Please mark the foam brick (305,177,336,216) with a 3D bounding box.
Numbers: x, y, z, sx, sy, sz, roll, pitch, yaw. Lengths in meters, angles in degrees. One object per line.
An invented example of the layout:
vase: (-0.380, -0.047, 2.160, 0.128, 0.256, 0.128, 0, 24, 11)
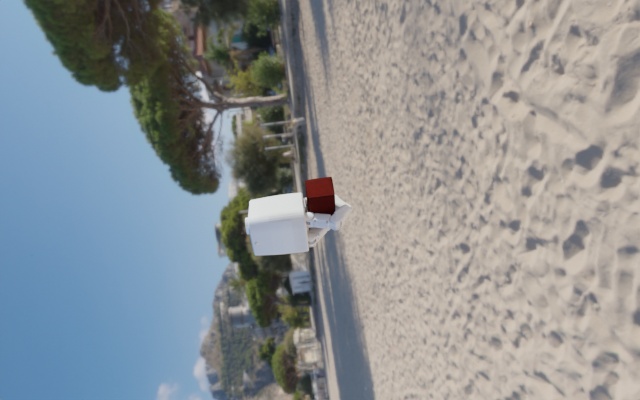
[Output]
foam brick: (0.000, 0.003, 0.899, 0.051, 0.078, 0.053, -6, 43, -3)
